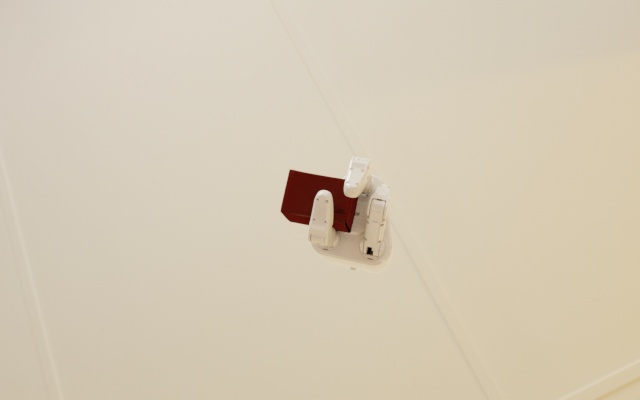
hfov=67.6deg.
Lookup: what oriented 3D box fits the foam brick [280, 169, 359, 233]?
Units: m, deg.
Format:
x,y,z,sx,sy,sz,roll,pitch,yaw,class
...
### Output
x,y,z,sx,sy,sz,roll,pitch,yaw,class
0.000,0.002,0.553,0.078,0.053,0.051,11,-13,12,foam brick
